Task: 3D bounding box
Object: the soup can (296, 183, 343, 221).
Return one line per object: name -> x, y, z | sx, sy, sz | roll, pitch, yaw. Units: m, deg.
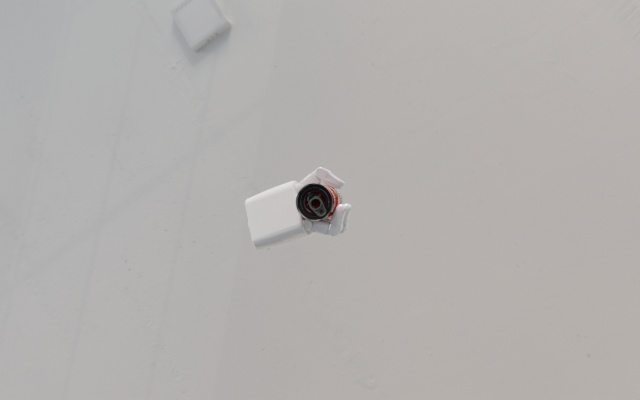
soup can -> 0.001, 0.003, 0.890 | 0.068, 0.068, 0.102 | 0, 0, 13
